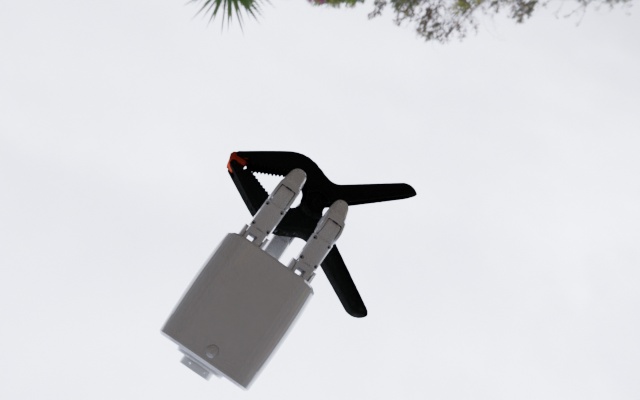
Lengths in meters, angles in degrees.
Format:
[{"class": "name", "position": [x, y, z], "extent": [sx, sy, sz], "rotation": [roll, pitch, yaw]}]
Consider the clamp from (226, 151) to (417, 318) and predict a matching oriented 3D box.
[{"class": "clamp", "position": [-0.001, 0.002, 0.514], "extent": [0.210, 0.164, 0.036], "rotation": [36, -25, -5]}]
